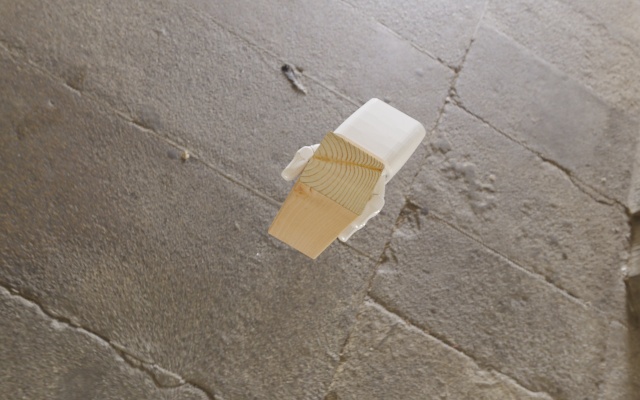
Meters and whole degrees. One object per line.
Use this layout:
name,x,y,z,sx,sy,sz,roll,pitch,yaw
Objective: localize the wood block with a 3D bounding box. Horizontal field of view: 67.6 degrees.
wood block,0.000,0.002,0.695,0.091,0.090,0.206,31,-28,-3
